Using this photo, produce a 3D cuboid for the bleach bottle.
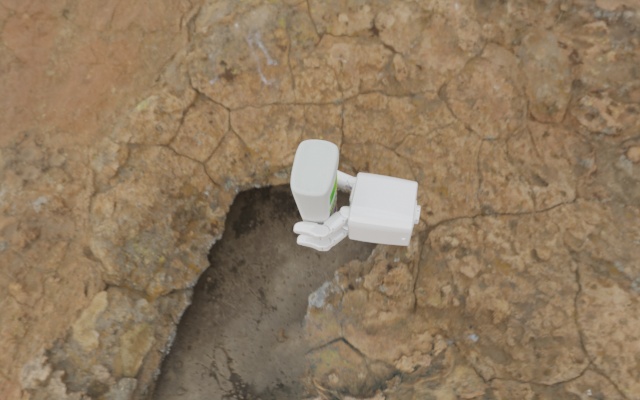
[{"bbox_3d":[0.000,0.003,0.834,0.068,0.102,0.251,8,-24,9],"label":"bleach bottle"}]
